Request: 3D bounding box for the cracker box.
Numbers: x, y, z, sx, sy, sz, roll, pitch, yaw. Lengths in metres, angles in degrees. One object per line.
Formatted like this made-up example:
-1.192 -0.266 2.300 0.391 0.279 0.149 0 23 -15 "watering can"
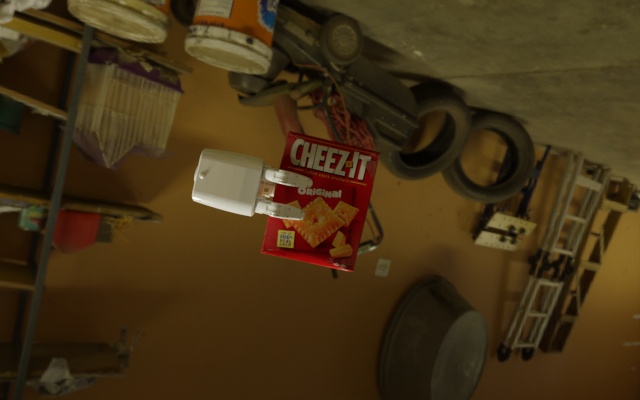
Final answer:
0.000 0.003 0.832 0.164 0.213 0.072 13 2 -2 "cracker box"
